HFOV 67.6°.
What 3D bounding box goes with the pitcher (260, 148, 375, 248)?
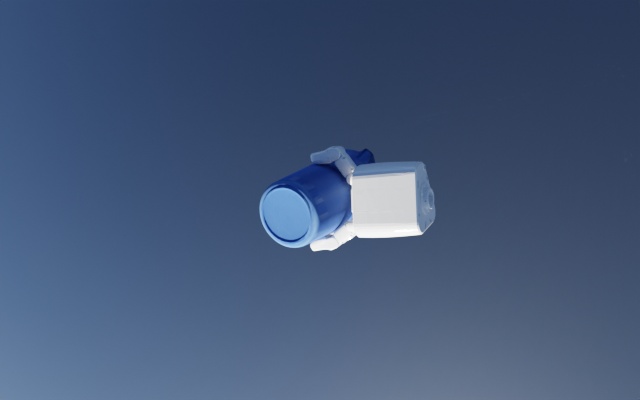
[{"bbox_3d":[0.000,0.003,0.827,0.145,0.149,0.242,-3,12,30],"label":"pitcher"}]
